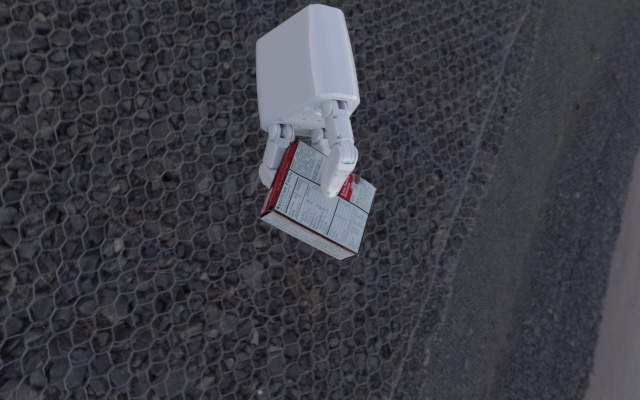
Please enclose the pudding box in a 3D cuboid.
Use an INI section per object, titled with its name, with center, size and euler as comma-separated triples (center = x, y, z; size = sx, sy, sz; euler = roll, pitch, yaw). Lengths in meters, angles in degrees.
[pudding box]
center = 0.000, 0.002, 0.515
size = 0.113, 0.090, 0.039
euler = 29, -27, -20
